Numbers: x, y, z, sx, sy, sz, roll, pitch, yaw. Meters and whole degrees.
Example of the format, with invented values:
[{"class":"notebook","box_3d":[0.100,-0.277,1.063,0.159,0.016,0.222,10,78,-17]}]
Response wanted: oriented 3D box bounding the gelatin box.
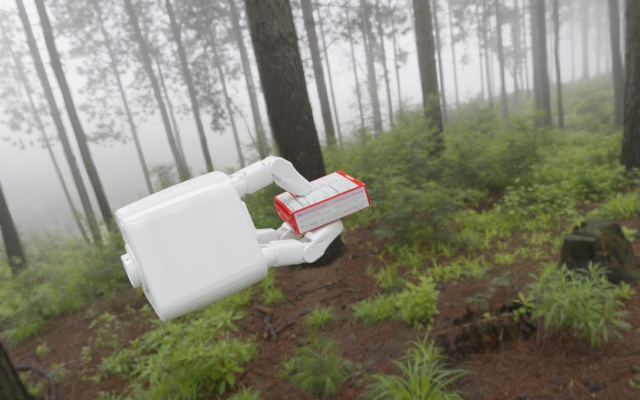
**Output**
[{"class":"gelatin box","box_3d":[0.000,0.001,0.527,0.089,0.030,0.073,-23,21,-13]}]
